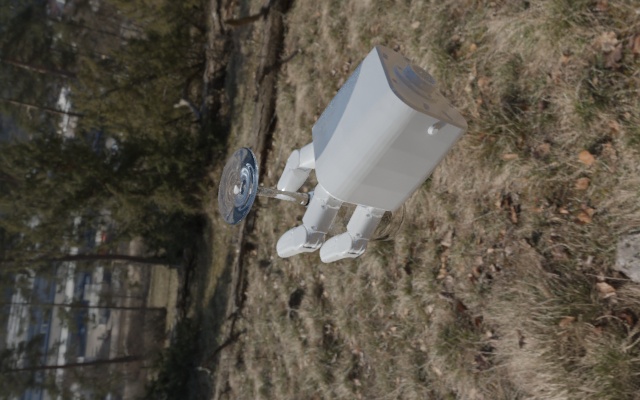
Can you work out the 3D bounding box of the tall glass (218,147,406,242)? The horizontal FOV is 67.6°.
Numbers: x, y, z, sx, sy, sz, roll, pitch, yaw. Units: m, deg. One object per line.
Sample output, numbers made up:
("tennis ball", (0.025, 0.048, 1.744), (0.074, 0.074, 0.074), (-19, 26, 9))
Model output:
("tall glass", (-0.001, 0.002, 0.506), (0.201, 0.079, 0.079), (11, -7, -36))
